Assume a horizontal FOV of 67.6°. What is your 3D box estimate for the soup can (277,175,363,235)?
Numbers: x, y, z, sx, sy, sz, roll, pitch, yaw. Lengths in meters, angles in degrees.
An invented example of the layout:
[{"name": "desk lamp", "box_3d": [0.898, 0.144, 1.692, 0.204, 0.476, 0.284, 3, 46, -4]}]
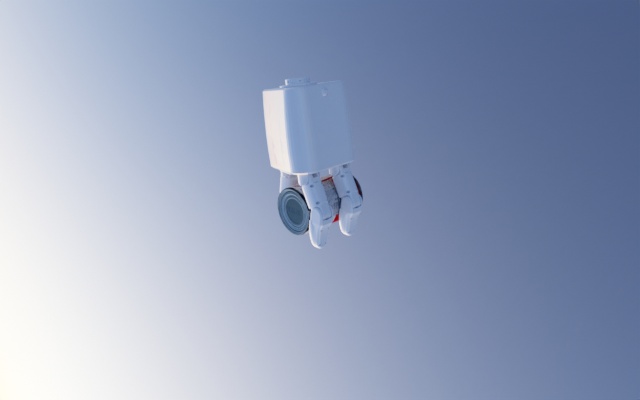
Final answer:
[{"name": "soup can", "box_3d": [0.000, 0.003, 0.663, 0.102, 0.068, 0.068, -20, 13, -39]}]
